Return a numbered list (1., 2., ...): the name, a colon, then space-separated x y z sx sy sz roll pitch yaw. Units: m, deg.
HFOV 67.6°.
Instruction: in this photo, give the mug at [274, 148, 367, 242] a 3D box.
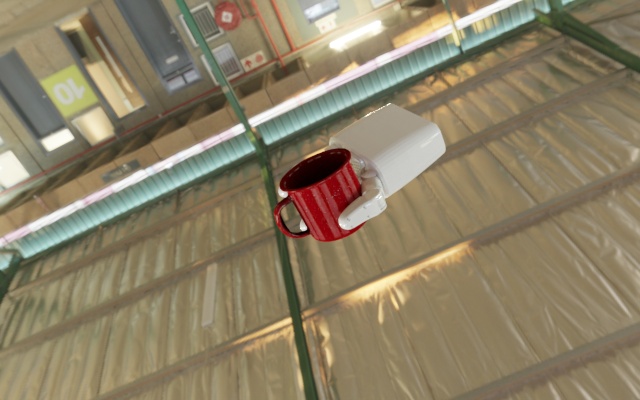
1. mug: -0.001 0.003 0.571 0.117 0.081 0.093 -34 25 -15
